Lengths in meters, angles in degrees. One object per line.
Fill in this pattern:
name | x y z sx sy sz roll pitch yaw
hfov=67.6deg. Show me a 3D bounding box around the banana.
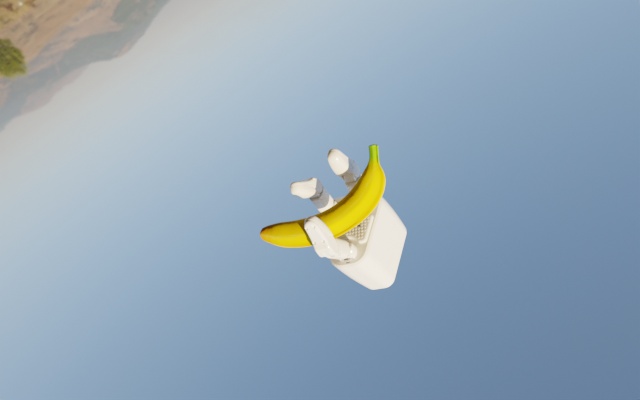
banana | 0.011 0.015 0.605 0.198 0.069 0.037 -36 -24 16
